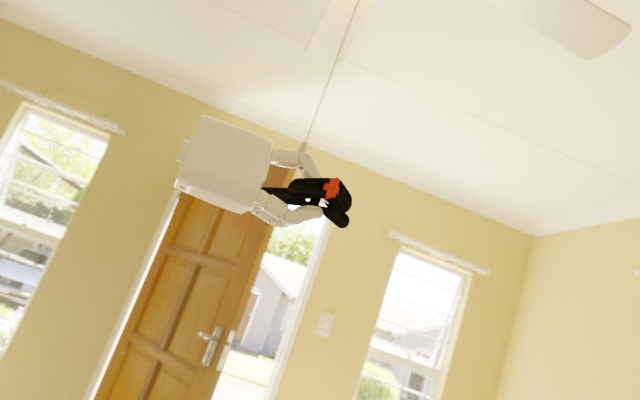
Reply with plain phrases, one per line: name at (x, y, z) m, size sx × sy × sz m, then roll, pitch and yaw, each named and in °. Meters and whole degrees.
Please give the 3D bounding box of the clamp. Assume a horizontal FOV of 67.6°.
clamp at (0.000, 0.001, 0.720) m, size 0.164 × 0.036 × 0.210 m, roll 19°, pitch -13°, yaw -17°
